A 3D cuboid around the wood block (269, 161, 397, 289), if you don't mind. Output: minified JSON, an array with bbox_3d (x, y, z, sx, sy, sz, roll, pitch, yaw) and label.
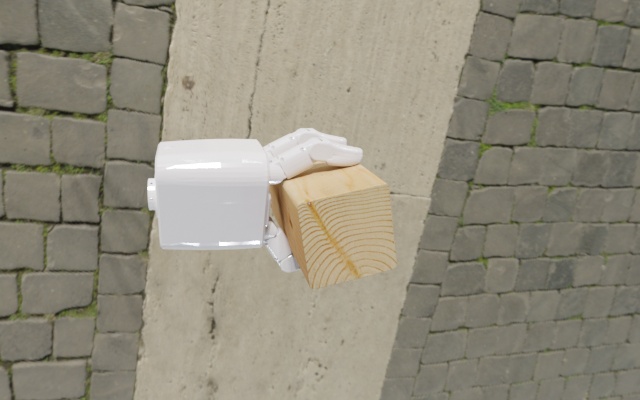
[{"bbox_3d":[0.000,0.002,0.532,0.090,0.091,0.206,-13,22,-11],"label":"wood block"}]
